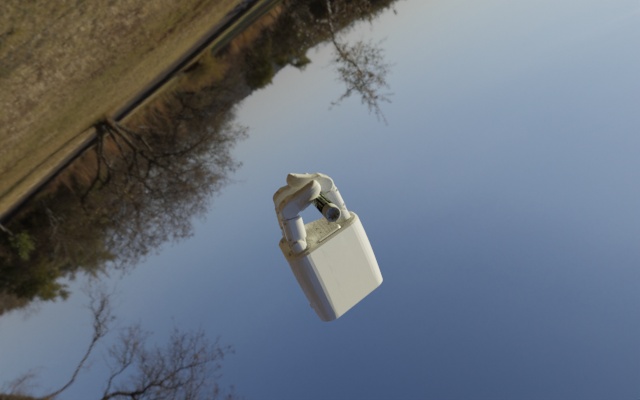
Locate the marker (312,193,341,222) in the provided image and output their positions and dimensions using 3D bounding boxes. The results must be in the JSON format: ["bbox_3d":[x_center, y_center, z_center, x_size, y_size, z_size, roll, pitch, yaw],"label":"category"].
[{"bbox_3d":[0.000,0.002,0.596,0.020,0.020,0.121,0,13,-14],"label":"marker"}]
